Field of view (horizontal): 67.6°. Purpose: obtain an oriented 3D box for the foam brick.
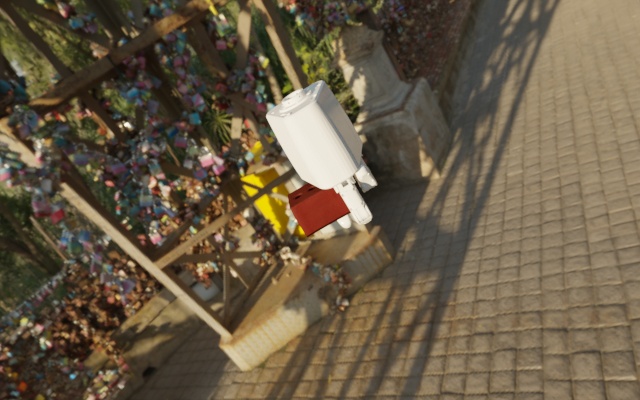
[{"bbox_3d":[0.000,0.002,0.658,0.078,0.051,0.053,-30,24,5],"label":"foam brick"}]
